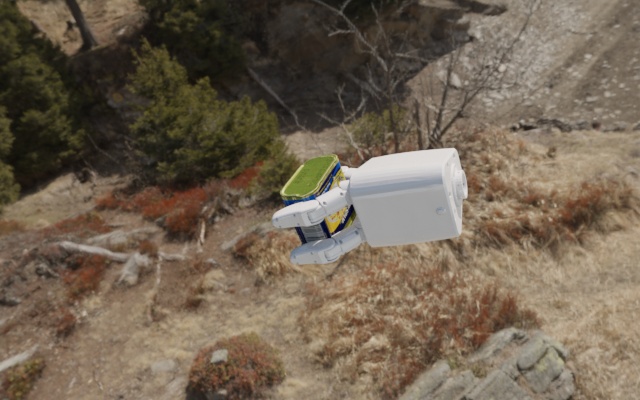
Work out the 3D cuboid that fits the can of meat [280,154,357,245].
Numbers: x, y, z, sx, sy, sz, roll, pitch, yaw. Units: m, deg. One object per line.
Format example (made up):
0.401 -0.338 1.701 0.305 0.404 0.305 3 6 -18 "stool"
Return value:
0.000 0.002 0.600 0.057 0.084 0.102 -5 32 29 "can of meat"
